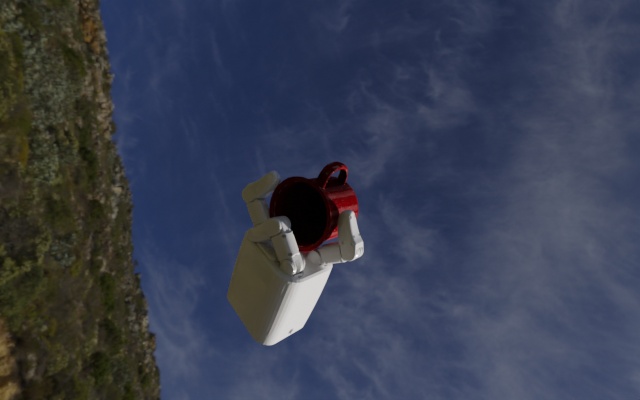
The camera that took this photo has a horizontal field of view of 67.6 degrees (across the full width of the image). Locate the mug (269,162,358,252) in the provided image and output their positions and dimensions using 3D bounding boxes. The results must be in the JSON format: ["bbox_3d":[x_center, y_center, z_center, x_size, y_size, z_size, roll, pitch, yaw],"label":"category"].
[{"bbox_3d":[0.001,0.001,0.607,0.093,0.117,0.081,35,25,25],"label":"mug"}]
